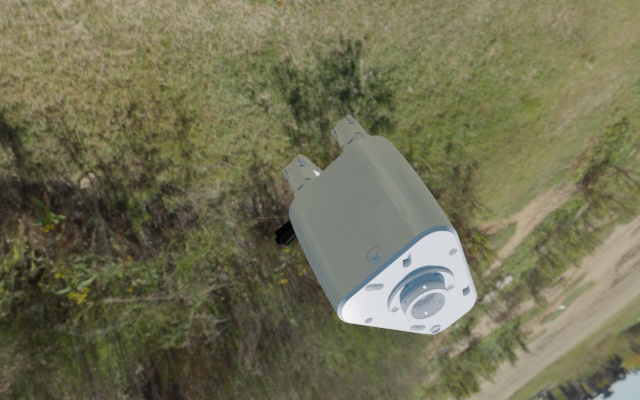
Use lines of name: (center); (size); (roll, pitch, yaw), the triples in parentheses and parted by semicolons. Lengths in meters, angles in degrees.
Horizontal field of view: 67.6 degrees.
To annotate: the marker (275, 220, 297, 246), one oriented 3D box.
marker: (0.000, 0.001, 0.463); (0.121, 0.020, 0.020); (-43, -13, 14)
